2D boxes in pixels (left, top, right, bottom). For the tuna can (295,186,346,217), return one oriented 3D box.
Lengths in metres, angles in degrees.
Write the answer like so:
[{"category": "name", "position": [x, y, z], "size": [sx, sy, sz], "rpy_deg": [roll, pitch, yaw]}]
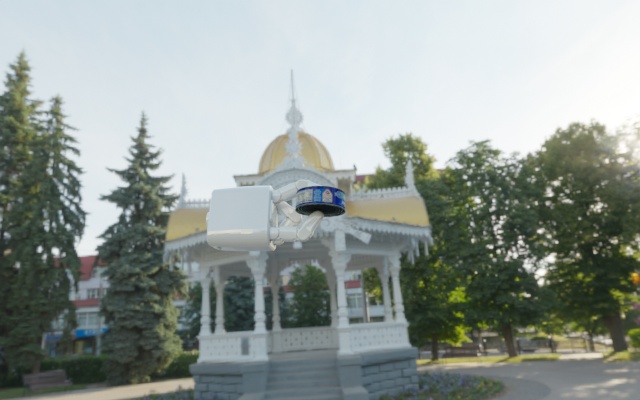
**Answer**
[{"category": "tuna can", "position": [0.000, 0.002, 0.815], "size": [0.086, 0.033, 0.086], "rpy_deg": [2, -16, 0]}]
